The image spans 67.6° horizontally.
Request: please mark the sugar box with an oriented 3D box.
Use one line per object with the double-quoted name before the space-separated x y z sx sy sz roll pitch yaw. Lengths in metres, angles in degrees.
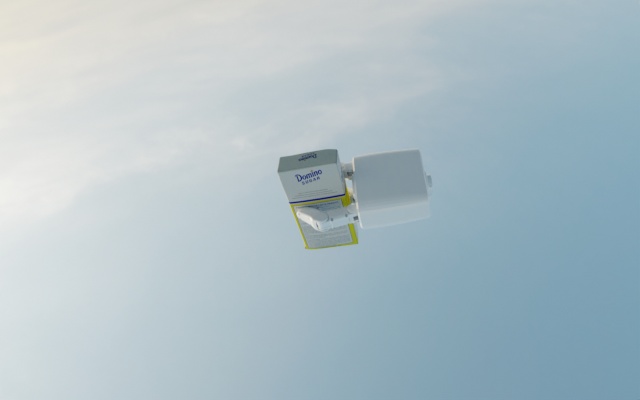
"sugar box" 0.000 0.002 0.763 0.093 0.176 0.048 -8 39 10
